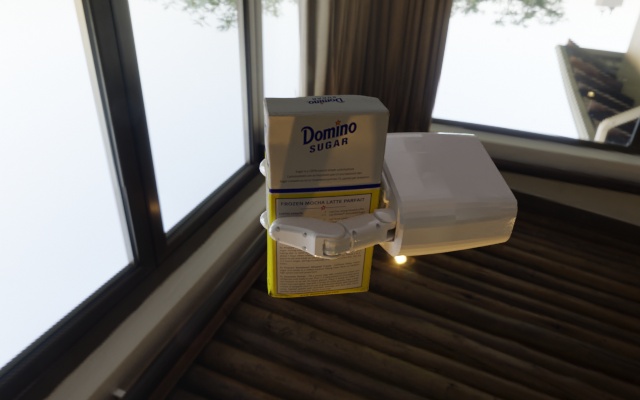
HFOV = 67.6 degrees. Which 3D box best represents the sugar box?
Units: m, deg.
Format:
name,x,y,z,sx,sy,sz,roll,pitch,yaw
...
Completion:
name,x,y,z,sx,sy,sz,roll,pitch,yaw
sugar box,0.000,0.001,0.404,0.093,0.176,0.048,-3,30,-10
